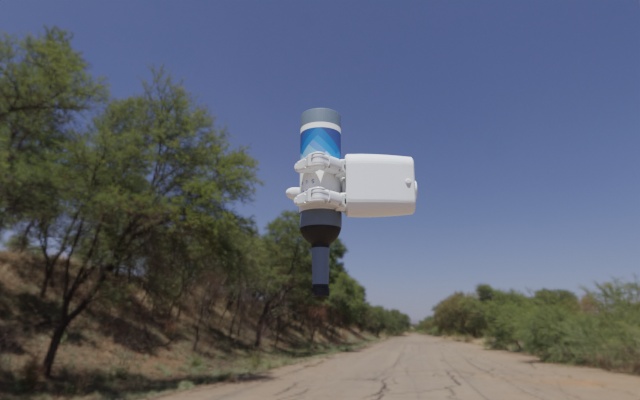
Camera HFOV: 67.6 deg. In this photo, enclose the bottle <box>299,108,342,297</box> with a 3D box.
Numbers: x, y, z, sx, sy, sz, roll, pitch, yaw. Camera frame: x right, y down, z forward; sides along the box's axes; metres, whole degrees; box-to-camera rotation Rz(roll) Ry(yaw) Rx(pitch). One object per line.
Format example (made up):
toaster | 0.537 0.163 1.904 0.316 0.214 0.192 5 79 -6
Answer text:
bottle | 0.000 0.002 0.756 0.069 0.295 0.069 0 -15 0
